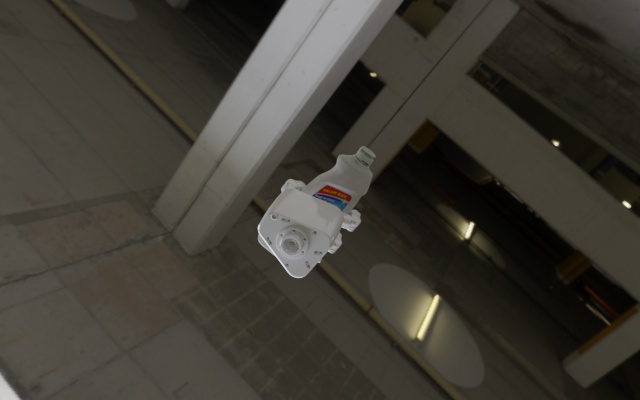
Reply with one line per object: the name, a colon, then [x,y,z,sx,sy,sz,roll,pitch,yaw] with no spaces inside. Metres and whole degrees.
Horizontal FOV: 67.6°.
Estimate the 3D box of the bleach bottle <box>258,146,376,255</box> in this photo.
bleach bottle: [0.000,0.003,0.842,0.102,0.251,0.068,38,22,-4]
